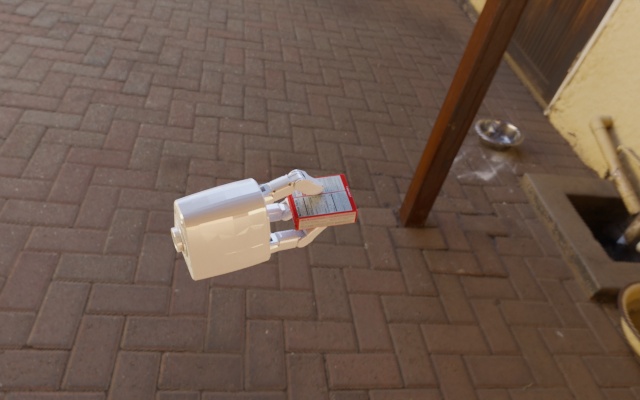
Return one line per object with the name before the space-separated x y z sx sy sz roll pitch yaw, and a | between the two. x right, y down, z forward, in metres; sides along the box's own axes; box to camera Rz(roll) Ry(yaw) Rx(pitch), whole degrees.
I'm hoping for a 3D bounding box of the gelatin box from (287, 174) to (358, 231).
gelatin box | 0.000 0.002 0.677 0.089 0.073 0.030 -8 -41 -11
